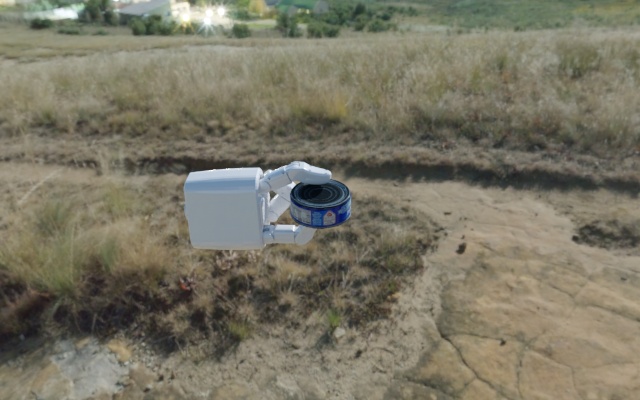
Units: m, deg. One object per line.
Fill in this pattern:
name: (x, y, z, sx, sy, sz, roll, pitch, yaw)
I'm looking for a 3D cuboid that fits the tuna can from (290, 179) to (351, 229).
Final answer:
tuna can: (0.000, 0.002, 0.663, 0.086, 0.034, 0.086, 0, 31, 0)
